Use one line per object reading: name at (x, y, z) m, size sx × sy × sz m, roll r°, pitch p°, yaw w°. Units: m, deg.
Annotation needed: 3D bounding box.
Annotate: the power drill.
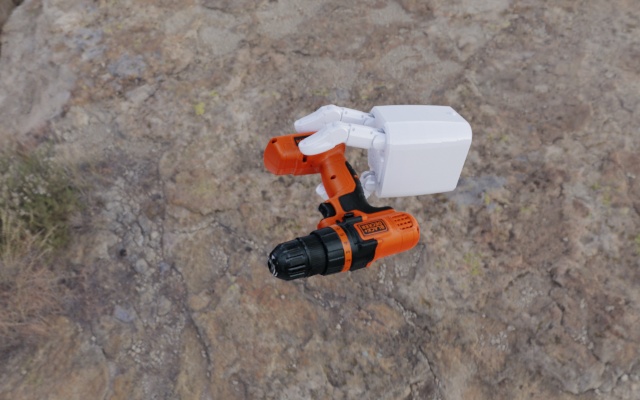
power drill at (0.000, 0.001, 0.562) m, size 0.184 × 0.187 × 0.057 m, roll -10°, pitch -36°, yaw -28°
